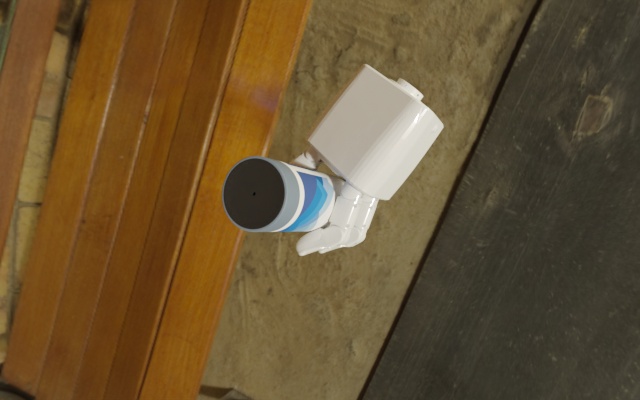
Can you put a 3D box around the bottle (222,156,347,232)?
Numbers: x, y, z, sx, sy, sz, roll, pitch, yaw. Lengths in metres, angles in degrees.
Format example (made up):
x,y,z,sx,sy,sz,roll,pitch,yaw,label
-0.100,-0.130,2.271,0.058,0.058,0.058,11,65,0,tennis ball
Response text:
x,y,z,sx,sy,sz,roll,pitch,yaw,label
0.000,0.002,0.548,0.069,0.069,0.296,0,-3,23,bottle
